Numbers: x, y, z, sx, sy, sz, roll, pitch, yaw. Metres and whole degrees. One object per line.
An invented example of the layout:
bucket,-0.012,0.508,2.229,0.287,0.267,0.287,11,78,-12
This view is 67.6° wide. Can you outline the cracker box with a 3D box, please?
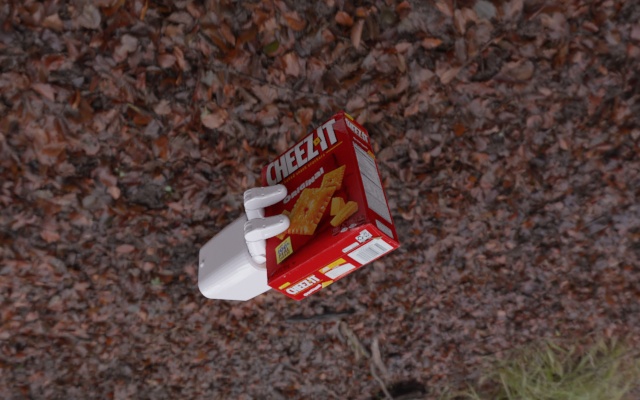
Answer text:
cracker box,0.000,0.002,0.647,0.164,0.213,0.072,-33,-46,24
